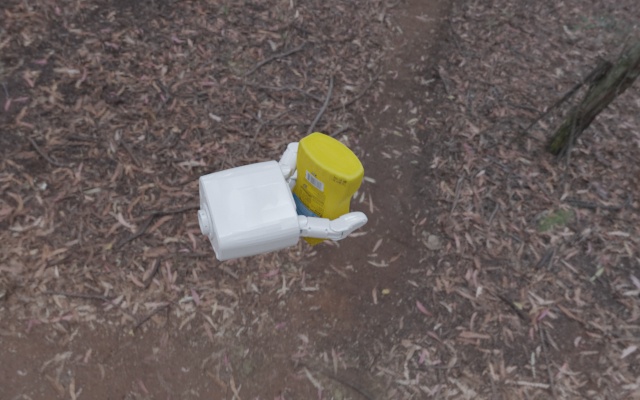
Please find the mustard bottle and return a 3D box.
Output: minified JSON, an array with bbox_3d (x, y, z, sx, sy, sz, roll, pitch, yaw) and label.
[{"bbox_3d":[0.000,0.002,0.685,0.096,0.192,0.058,39,52,22],"label":"mustard bottle"}]
